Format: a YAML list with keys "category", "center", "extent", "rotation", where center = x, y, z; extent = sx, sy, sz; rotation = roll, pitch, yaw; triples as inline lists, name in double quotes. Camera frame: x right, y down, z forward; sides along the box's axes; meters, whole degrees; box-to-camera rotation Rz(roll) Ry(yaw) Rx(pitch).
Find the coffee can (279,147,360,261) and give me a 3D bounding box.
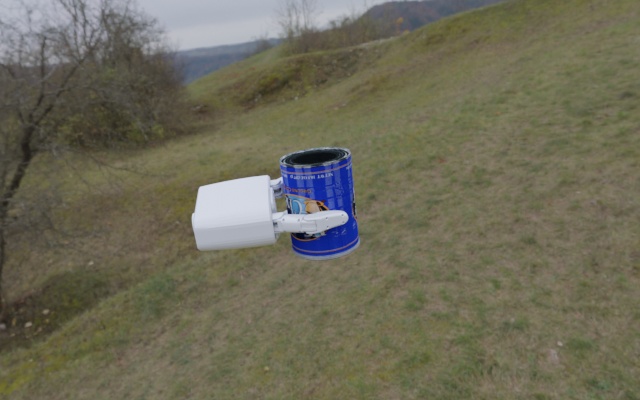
- category: "coffee can"
  center: [0.000, 0.002, 0.697]
  extent: [0.103, 0.140, 0.102]
  rotation: [-6, 19, 2]
